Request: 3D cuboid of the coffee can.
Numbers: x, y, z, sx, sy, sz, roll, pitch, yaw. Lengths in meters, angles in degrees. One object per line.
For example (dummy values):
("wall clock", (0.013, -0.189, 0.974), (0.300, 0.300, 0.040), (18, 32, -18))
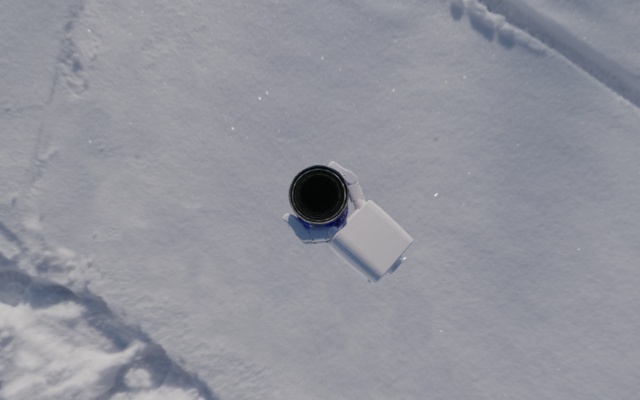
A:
("coffee can", (0.000, 0.003, 0.867), (0.103, 0.102, 0.140), (0, -11, 3))
